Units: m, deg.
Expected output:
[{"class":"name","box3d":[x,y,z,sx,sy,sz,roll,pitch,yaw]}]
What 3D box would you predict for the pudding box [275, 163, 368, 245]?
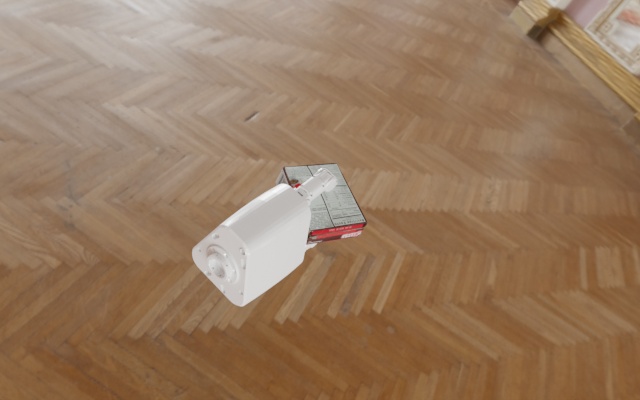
[{"class":"pudding box","box3d":[0.000,0.002,0.652,0.090,0.113,0.039,-6,-34,-29]}]
